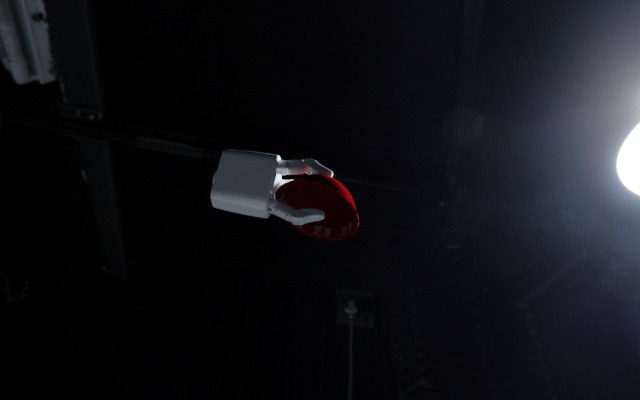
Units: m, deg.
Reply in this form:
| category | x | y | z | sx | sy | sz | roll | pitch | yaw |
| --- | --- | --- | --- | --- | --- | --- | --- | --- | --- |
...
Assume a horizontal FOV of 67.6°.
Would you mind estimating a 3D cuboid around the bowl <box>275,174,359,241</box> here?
| category | x | y | z | sx | sy | sz | roll | pitch | yaw |
| --- | --- | --- | --- | --- | --- | --- | --- | --- | --- |
| bowl | 0.001 | 0.003 | 0.877 | 0.162 | 0.055 | 0.162 | 15 | -38 | 12 |
